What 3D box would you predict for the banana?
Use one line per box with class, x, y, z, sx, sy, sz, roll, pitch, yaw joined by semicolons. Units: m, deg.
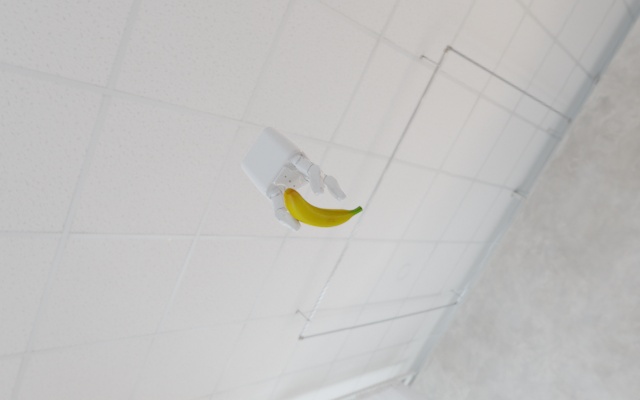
banana;-0.008;0.018;0.875;0.198;0.070;0.037;12;30;-46
